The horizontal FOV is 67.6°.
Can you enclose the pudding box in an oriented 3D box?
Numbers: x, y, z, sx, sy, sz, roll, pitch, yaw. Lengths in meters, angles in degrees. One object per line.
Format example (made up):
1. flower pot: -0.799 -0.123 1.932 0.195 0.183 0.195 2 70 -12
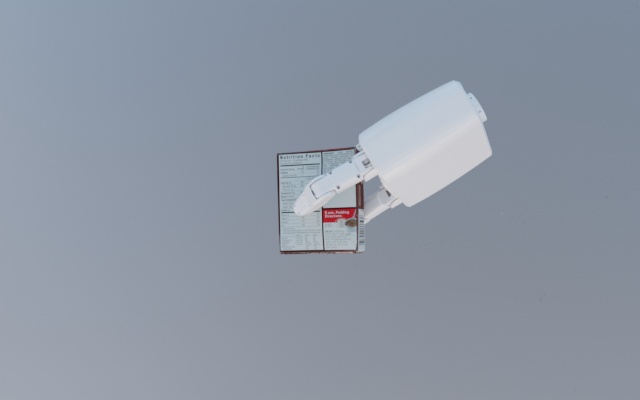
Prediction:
1. pudding box: 0.000 0.002 0.519 0.090 0.113 0.039 -2 -5 15
